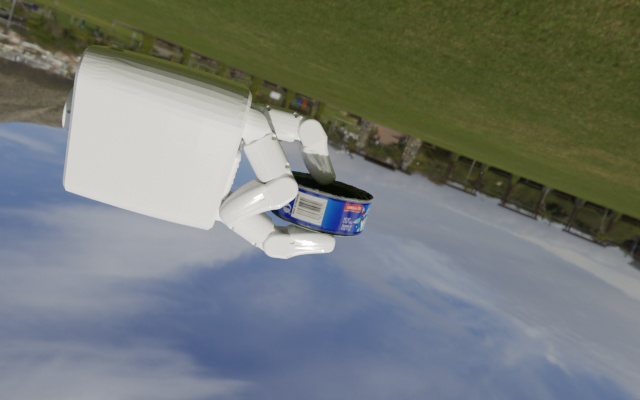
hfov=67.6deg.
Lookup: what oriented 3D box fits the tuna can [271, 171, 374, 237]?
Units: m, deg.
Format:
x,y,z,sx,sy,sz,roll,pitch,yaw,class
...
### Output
x,y,z,sx,sy,sz,roll,pitch,yaw,class
0.000,0.002,0.413,0.086,0.034,0.086,15,10,-3,tuna can
